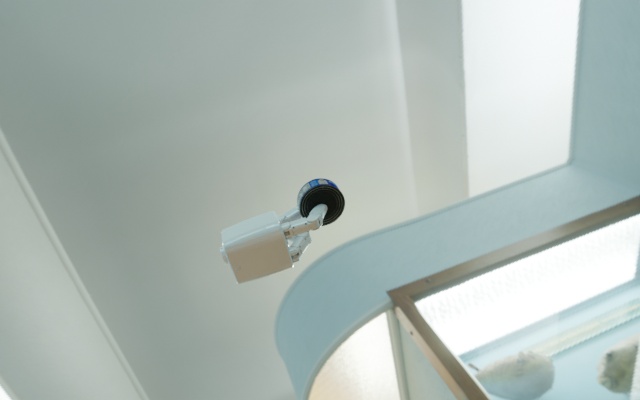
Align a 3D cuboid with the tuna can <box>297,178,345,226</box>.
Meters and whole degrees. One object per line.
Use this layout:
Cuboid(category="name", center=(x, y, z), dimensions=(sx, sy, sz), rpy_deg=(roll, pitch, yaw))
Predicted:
Cuboid(category="tuna can", center=(0.000, 0.003, 0.887), dimensions=(0.086, 0.086, 0.033), rpy_deg=(0, 27, -15))
